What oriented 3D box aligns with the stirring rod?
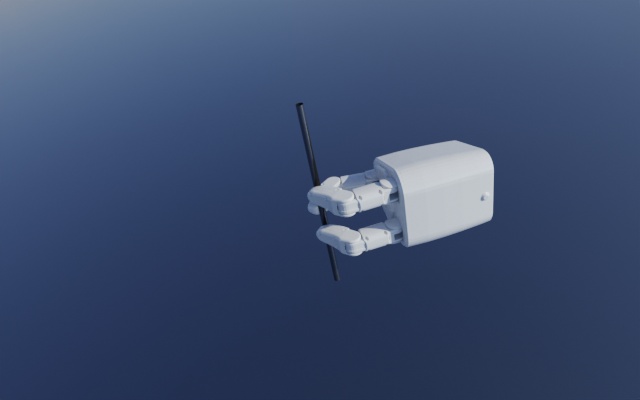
[{"bbox_3d":[0.000,0.002,0.547,0.011,0.240,0.011,-9,33,6],"label":"stirring rod"}]
